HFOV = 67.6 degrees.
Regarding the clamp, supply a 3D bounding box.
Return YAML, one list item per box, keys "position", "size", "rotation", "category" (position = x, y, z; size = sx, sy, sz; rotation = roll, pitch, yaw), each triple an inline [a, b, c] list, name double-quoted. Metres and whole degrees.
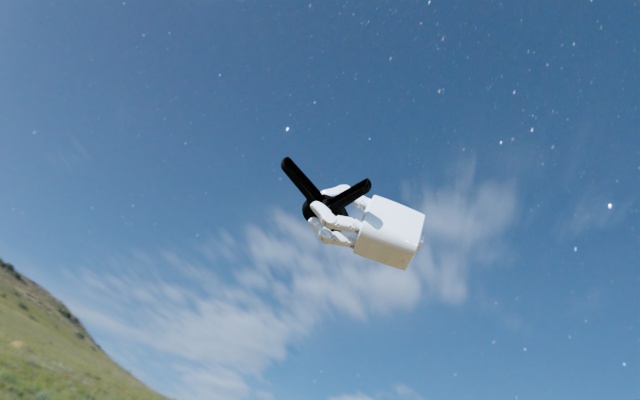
- position: [0.001, 0.003, 0.898]
  size: [0.164, 0.036, 0.210]
  rotation: [21, -35, 7]
  category: "clamp"
